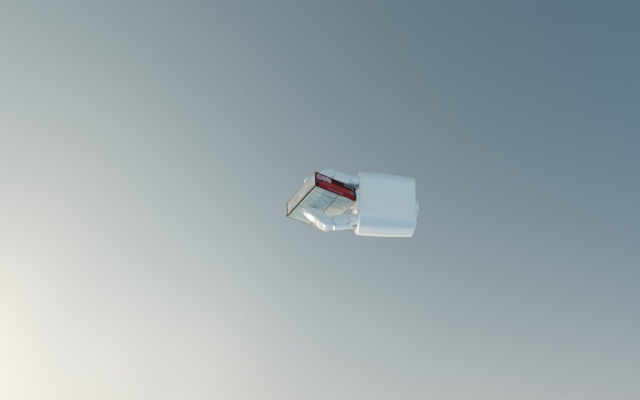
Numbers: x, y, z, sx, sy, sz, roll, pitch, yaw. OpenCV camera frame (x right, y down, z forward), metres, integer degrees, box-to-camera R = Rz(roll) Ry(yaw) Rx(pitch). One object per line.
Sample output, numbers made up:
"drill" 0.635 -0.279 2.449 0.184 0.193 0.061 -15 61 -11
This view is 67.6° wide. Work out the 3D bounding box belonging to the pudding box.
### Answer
"pudding box" 0.000 0.003 0.896 0.090 0.039 0.113 22 -45 -23
